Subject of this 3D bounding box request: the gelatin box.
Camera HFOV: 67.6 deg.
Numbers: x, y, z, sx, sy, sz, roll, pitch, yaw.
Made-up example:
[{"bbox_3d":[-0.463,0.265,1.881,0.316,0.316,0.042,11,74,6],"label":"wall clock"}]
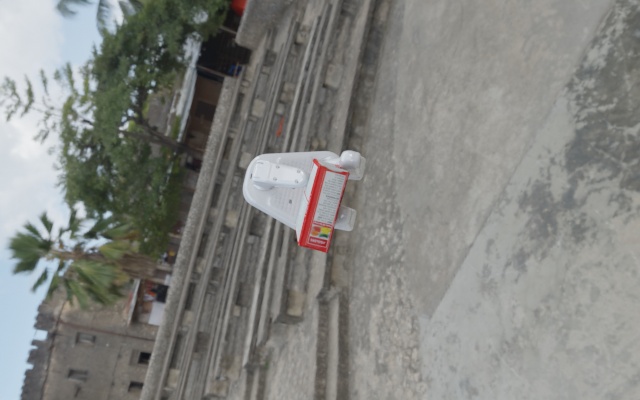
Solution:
[{"bbox_3d":[0.000,0.001,0.447,0.030,0.073,0.089,15,7,-6],"label":"gelatin box"}]
